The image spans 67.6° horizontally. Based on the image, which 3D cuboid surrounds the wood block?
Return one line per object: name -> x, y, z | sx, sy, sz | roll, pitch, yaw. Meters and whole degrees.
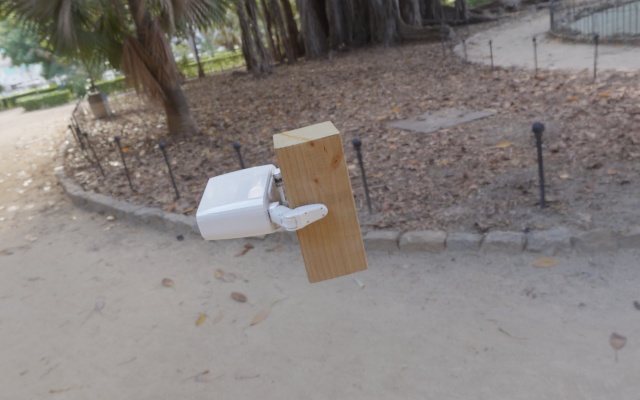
wood block -> 0.000, 0.002, 0.693 | 0.090, 0.206, 0.090 | -14, 21, -2
